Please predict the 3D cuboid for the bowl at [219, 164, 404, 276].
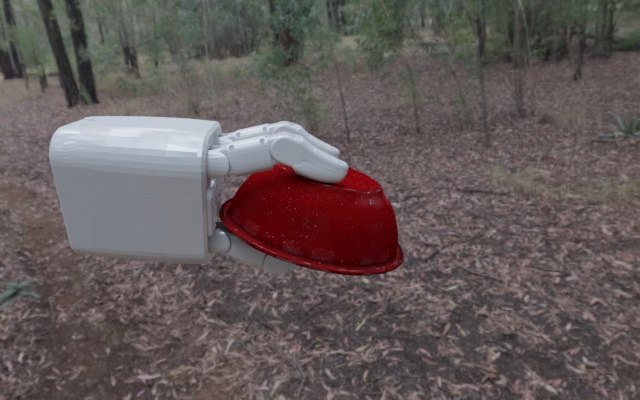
[{"bbox_3d":[0.001,0.001,0.404,0.162,0.055,0.162,15,16,-4],"label":"bowl"}]
